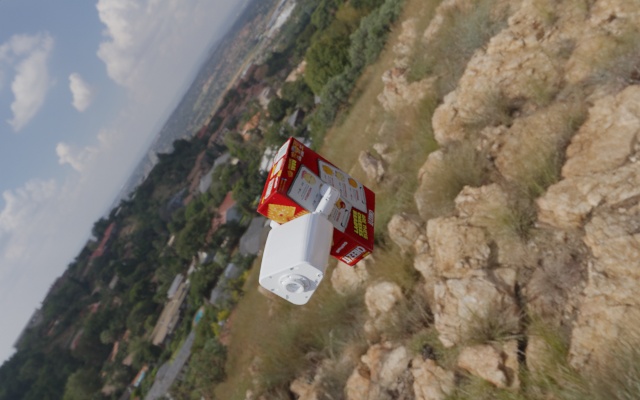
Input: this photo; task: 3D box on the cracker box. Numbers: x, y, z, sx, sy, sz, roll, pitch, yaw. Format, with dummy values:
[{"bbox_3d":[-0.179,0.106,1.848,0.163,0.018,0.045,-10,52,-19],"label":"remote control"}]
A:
[{"bbox_3d":[0.000,0.003,0.894,0.214,0.164,0.072,33,-52,-20],"label":"cracker box"}]
